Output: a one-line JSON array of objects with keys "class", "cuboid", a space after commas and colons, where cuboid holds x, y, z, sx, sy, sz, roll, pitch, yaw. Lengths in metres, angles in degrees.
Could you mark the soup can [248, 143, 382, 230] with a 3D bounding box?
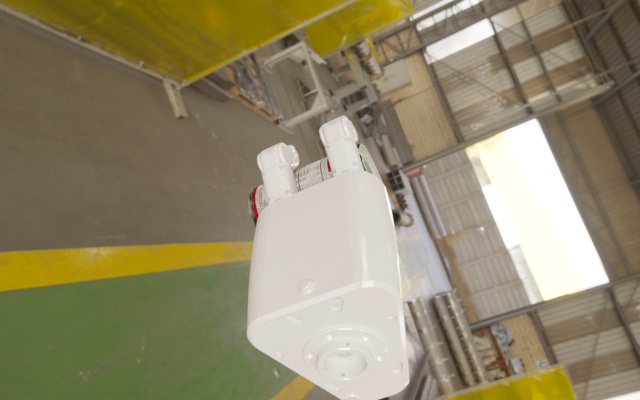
[{"class": "soup can", "cuboid": [0.000, 0.001, 0.403, 0.102, 0.068, 0.068, -22, -6, 15]}]
